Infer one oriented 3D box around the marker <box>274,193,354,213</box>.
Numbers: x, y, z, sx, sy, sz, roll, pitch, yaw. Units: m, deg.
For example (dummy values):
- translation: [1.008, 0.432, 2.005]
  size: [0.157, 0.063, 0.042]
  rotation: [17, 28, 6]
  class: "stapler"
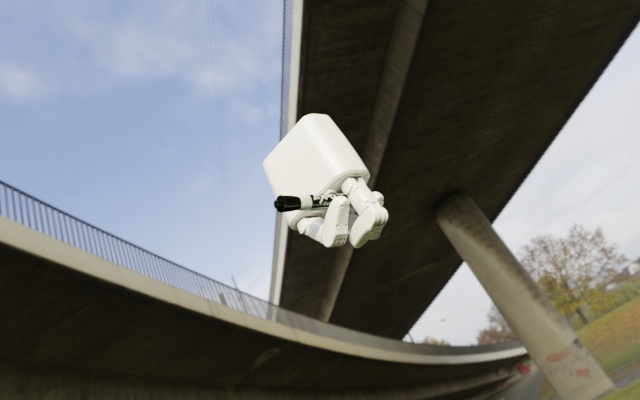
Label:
- translation: [0.000, 0.002, 0.540]
  size: [0.121, 0.020, 0.020]
  rotation: [-3, 2, -38]
  class: "marker"
